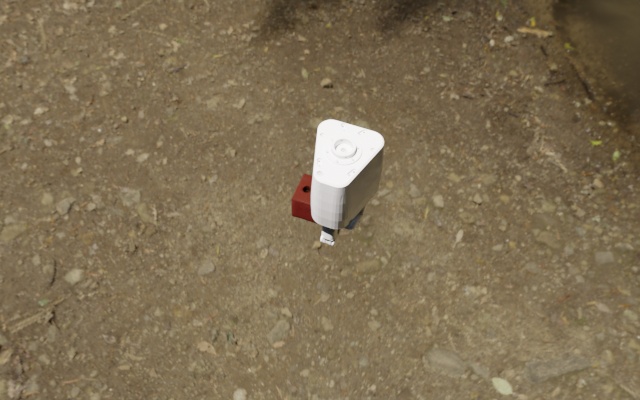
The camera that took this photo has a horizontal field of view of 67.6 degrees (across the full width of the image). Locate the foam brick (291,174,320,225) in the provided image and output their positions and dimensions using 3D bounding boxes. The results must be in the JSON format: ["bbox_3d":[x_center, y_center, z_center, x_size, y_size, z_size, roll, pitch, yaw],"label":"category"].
[{"bbox_3d":[0.000,0.002,0.733,0.078,0.053,0.051,18,-31,11],"label":"foam brick"}]
